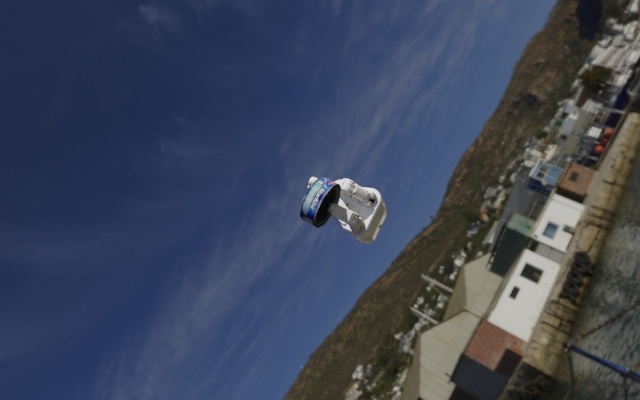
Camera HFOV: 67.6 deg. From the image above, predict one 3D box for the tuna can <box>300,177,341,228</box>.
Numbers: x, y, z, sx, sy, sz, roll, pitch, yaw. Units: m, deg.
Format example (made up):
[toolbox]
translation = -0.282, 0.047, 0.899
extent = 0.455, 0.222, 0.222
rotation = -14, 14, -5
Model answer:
[tuna can]
translation = 0.000, 0.002, 0.836
extent = 0.033, 0.086, 0.086
rotation = 28, 9, 19
